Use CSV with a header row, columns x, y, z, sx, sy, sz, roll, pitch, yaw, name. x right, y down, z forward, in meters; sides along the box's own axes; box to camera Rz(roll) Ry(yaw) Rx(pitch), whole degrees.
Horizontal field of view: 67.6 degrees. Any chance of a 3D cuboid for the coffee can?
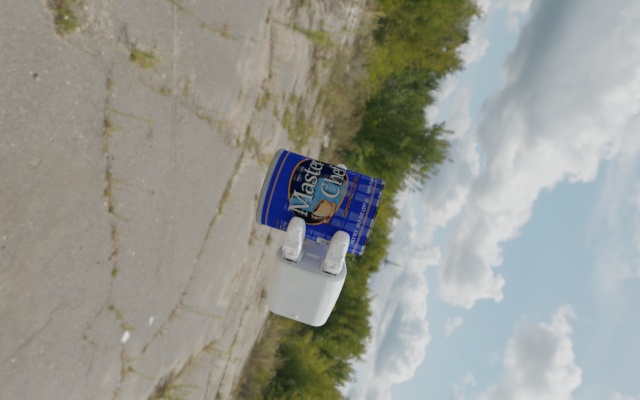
x,y,z,sx,sy,sz,roll,pitch,yaw,name
0.000,0.002,0.614,0.140,0.103,0.103,18,1,2,coffee can
